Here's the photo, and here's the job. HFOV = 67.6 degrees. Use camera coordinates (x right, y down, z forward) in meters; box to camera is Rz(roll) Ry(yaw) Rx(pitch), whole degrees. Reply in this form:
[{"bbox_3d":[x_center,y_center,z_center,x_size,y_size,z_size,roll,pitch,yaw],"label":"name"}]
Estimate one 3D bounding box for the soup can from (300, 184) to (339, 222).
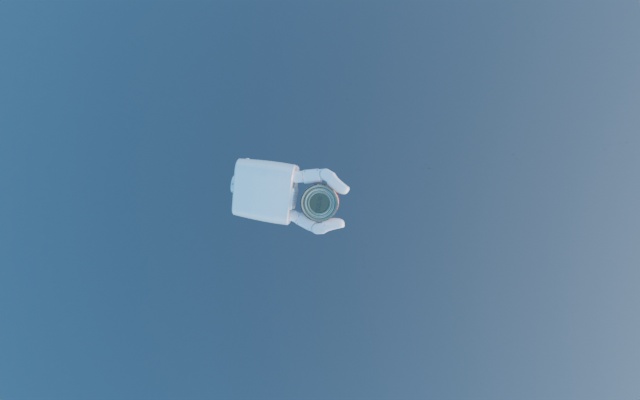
[{"bbox_3d":[0.001,0.003,0.878,0.068,0.068,0.102,0,2,3],"label":"soup can"}]
